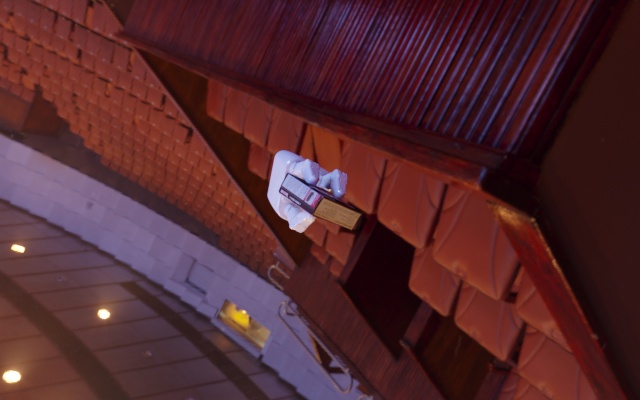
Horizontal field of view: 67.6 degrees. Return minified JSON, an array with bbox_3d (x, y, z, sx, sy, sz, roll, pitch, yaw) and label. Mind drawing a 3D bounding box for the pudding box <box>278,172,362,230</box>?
[{"bbox_3d":[0.000,0.003,0.766,0.090,0.039,0.113,33,8,39],"label":"pudding box"}]
